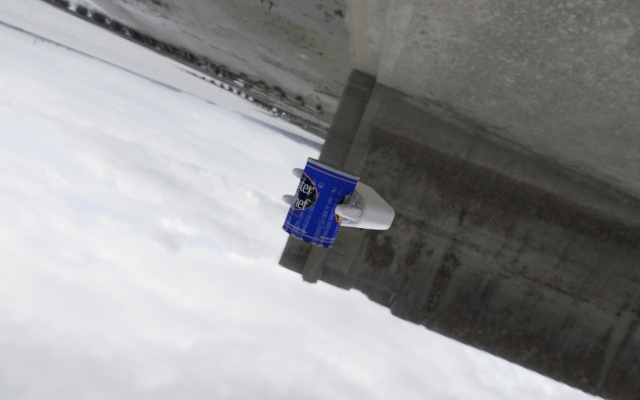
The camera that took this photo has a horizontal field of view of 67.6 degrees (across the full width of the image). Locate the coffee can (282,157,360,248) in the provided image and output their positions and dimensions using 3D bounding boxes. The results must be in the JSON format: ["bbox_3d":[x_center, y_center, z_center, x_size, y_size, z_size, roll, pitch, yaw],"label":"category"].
[{"bbox_3d":[0.000,0.003,0.880,0.103,0.140,0.103,21,7,-3],"label":"coffee can"}]
